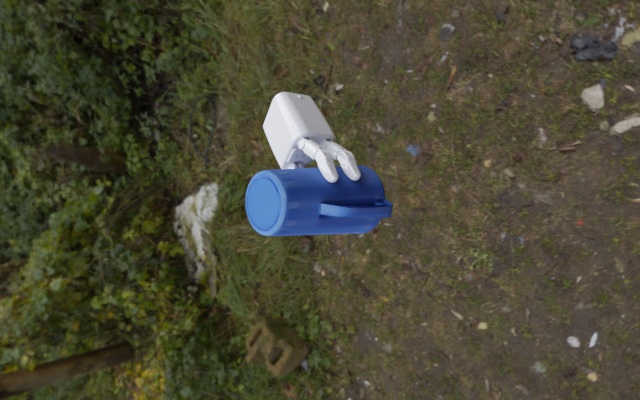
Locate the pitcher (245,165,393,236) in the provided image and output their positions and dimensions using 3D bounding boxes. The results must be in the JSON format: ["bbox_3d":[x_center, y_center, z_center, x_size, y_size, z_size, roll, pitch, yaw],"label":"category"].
[{"bbox_3d":[0.000,0.003,0.844,0.243,0.145,0.149,-3,-30,-44],"label":"pitcher"}]
